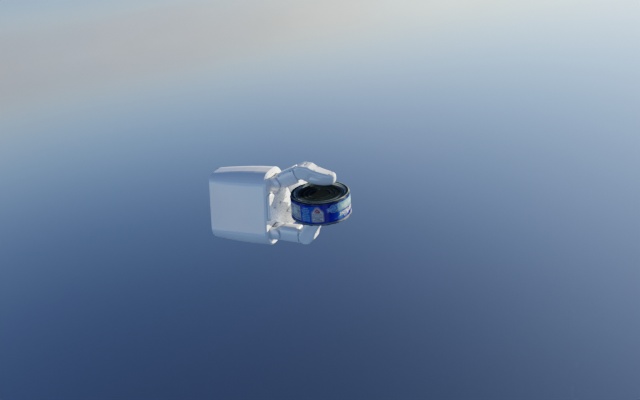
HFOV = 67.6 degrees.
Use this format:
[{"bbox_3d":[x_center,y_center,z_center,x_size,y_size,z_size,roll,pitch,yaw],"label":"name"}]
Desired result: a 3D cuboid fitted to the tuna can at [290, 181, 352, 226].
[{"bbox_3d":[0.000,0.002,0.669,0.086,0.034,0.086,-4,24,2],"label":"tuna can"}]
